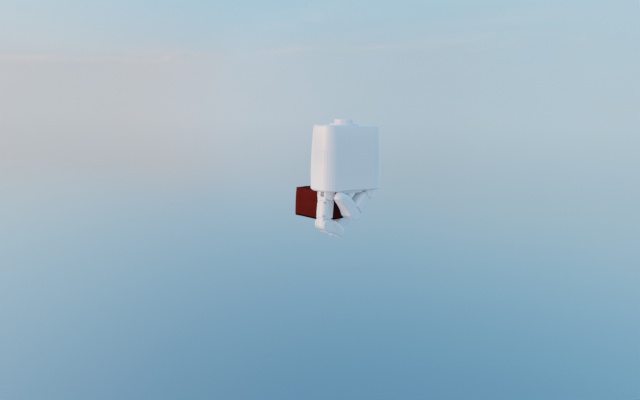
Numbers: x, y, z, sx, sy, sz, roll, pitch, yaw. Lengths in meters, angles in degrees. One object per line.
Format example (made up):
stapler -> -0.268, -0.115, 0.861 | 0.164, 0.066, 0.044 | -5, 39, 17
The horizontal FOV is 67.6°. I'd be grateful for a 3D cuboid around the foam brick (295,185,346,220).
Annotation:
foam brick -> 0.000, 0.003, 0.838 | 0.078, 0.051, 0.053 | 10, 14, 44
